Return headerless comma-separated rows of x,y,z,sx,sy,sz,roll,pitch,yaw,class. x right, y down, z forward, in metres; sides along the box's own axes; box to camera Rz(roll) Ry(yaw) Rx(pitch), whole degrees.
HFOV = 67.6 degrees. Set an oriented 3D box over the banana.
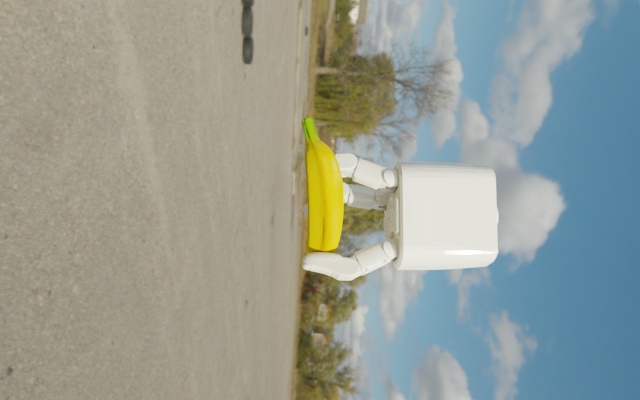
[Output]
0.002,0.012,0.502,0.037,0.198,0.069,-5,44,-6,banana
